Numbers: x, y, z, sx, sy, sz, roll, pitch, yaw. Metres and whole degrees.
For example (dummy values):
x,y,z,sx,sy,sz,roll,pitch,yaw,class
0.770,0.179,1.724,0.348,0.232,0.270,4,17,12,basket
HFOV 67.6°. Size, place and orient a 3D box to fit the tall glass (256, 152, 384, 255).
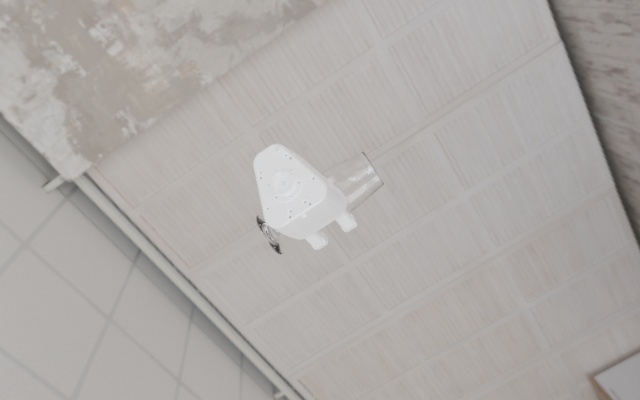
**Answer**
x,y,z,sx,sy,sz,roll,pitch,yaw,class
0.000,0.003,0.760,0.201,0.079,0.079,-33,-5,7,tall glass
